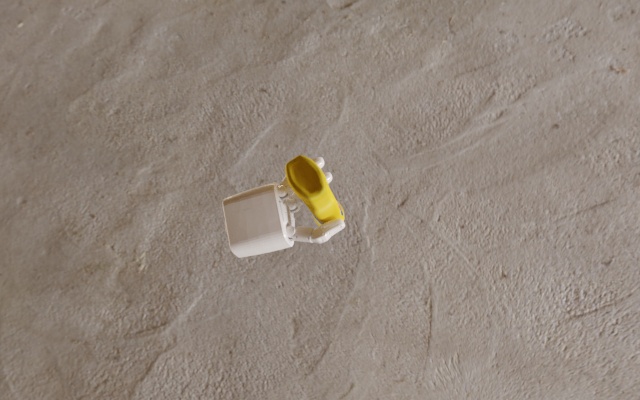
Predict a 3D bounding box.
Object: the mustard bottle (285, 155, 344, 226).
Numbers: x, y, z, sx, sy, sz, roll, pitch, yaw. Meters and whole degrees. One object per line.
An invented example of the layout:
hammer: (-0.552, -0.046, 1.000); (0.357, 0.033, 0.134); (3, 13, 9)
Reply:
mustard bottle: (0.000, 0.003, 0.858); (0.058, 0.096, 0.192); (-36, -31, -2)
